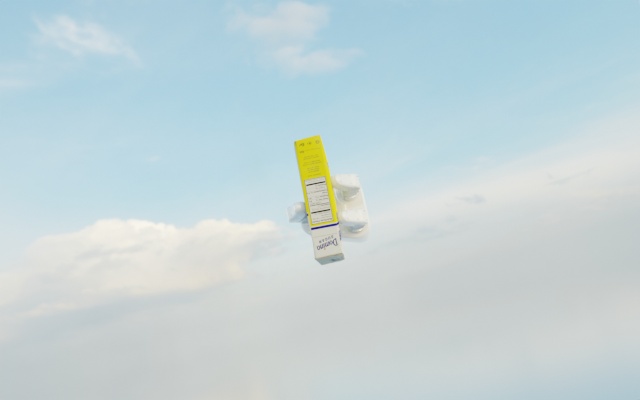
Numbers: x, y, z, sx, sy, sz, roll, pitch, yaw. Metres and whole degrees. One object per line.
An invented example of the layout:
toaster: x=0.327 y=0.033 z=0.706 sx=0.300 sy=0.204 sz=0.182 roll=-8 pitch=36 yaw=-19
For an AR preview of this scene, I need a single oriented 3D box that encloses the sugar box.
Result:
sugar box: x=0.001 y=0.002 z=0.705 sx=0.048 sy=0.176 sz=0.093 roll=-14 pitch=-13 yaw=3
